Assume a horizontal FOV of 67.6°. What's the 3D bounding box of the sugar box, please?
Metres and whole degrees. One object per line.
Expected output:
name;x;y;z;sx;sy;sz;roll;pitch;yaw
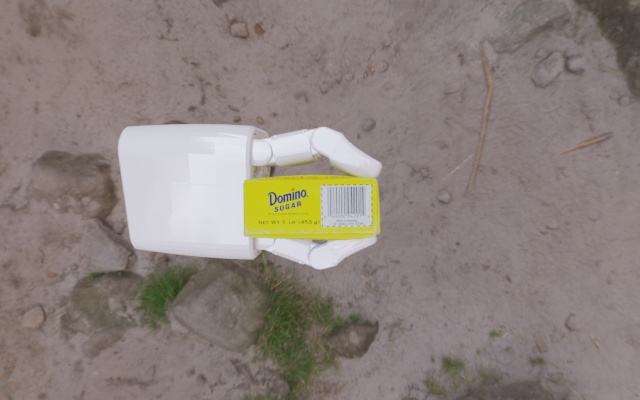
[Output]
sugar box;0.000;0.001;0.404;0.093;0.048;0.176;0;5;4
